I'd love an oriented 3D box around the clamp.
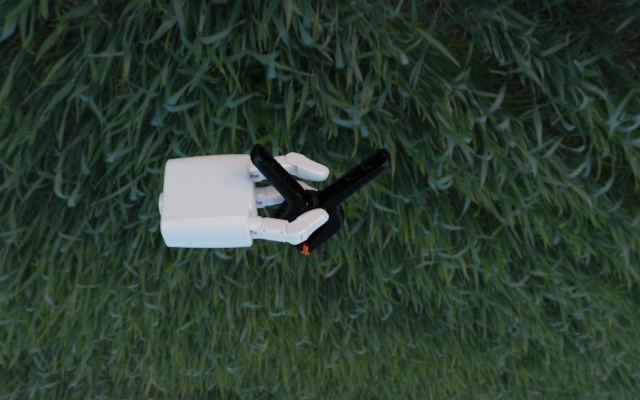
[{"bbox_3d":[0.000,0.003,0.621,0.164,0.036,0.210,-2,-38,-3],"label":"clamp"}]
